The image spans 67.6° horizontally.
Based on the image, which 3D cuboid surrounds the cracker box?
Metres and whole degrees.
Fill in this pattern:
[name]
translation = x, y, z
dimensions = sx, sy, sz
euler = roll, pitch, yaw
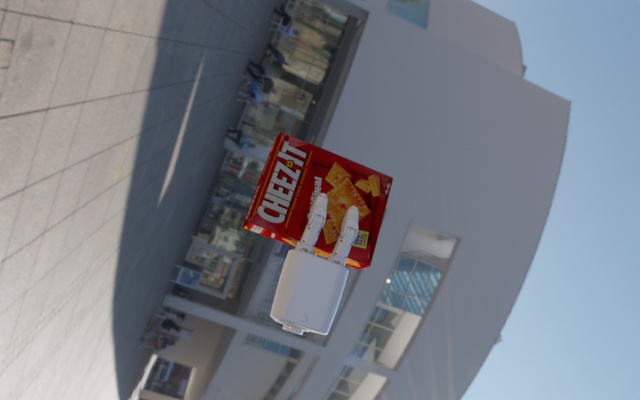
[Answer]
[cracker box]
translation = 0.000, 0.003, 0.799
dimensions = 0.214, 0.164, 0.072
euler = 21, -17, -11
